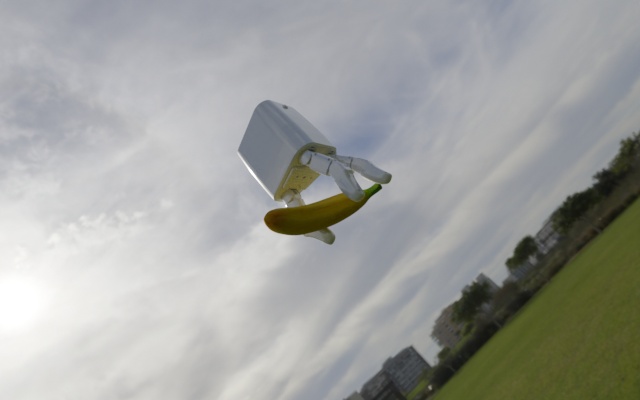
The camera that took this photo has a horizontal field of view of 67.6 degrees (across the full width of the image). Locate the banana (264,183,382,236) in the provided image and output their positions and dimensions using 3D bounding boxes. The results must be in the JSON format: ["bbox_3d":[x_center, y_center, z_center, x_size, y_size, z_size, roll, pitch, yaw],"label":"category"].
[{"bbox_3d":[-0.004,0.014,0.631,0.198,0.037,0.070,-19,-31,-40],"label":"banana"}]
